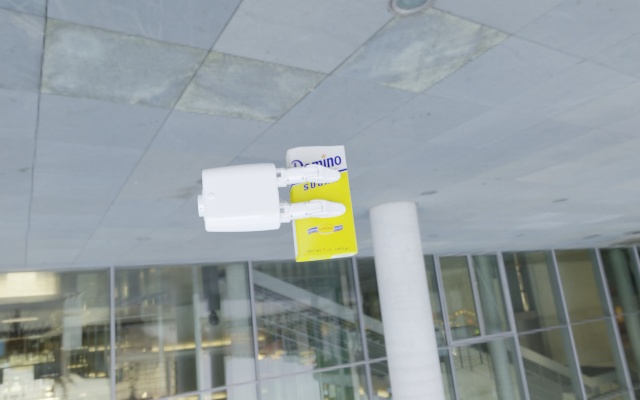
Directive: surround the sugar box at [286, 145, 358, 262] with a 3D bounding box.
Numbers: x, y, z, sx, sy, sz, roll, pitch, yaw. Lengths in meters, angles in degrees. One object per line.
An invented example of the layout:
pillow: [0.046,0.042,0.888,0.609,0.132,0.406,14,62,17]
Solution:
sugar box: [0.000,0.002,0.747,0.093,0.176,0.048,-4,-13,-11]
